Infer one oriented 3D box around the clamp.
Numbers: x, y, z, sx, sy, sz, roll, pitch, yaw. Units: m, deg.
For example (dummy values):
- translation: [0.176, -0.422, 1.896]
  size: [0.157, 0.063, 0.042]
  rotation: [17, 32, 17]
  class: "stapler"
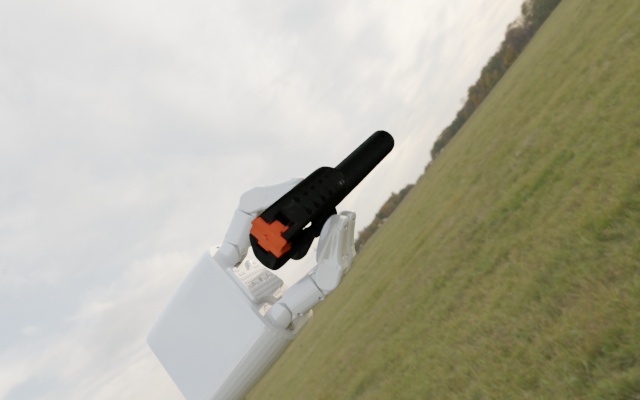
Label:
- translation: [-0.001, 0.001, 0.402]
  size: [0.036, 0.164, 0.210]
  rotation: [40, 10, 7]
  class: "clamp"
